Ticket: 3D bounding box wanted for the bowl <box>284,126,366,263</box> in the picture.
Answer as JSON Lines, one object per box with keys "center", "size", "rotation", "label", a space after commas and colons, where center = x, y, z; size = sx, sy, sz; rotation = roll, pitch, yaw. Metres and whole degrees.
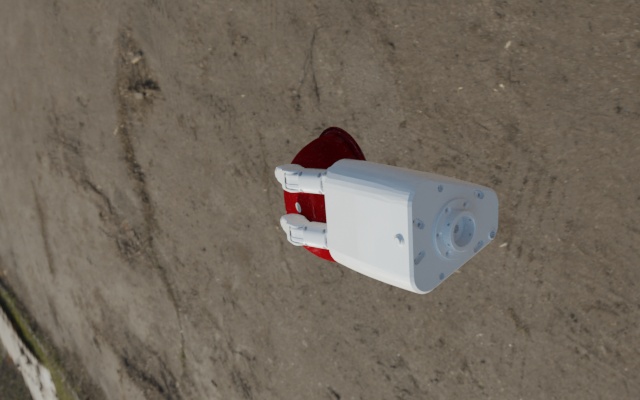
{"center": [-0.001, 0.002, 0.531], "size": [0.055, 0.162, 0.162], "rotation": [-11, 4, -22], "label": "bowl"}
